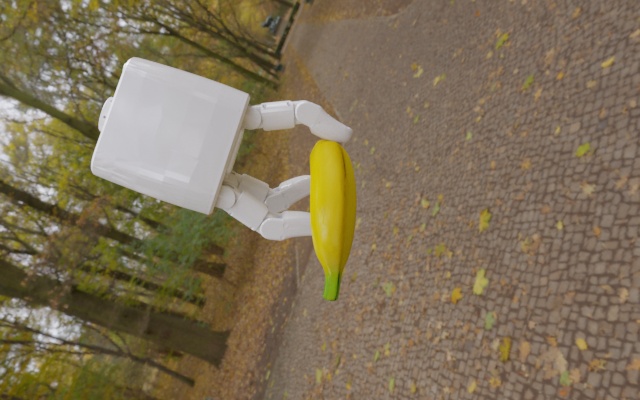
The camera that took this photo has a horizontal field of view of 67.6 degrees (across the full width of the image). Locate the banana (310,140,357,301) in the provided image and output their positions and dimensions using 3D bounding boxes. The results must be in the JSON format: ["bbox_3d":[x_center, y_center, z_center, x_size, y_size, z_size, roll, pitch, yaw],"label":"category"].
[{"bbox_3d":[0.006,-0.010,0.422,0.037,0.070,0.197,15,38,-11],"label":"banana"}]
